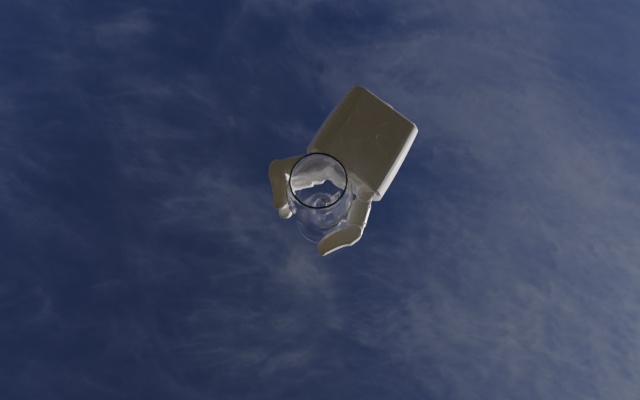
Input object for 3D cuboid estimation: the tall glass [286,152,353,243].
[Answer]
[{"bbox_3d":[0.000,0.002,0.594,0.079,0.079,0.201,0,-13,2],"label":"tall glass"}]
